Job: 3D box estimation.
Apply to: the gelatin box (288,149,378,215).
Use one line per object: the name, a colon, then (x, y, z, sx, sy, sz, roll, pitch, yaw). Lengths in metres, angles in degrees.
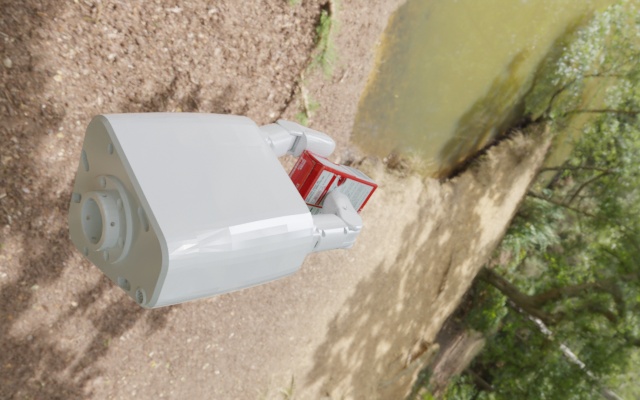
gelatin box: (0.001, 0.002, 0.417, 0.030, 0.073, 0.089, 43, 17, 34)
